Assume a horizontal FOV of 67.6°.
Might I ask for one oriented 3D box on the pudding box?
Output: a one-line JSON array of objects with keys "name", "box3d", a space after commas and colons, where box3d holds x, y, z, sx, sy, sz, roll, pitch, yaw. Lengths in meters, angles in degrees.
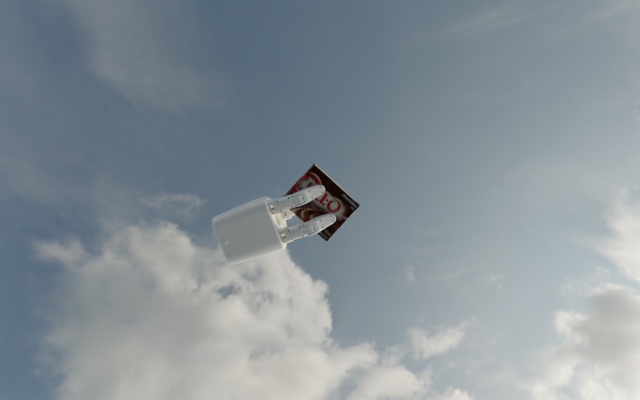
[{"name": "pudding box", "box3d": [0.000, 0.003, 0.860, 0.113, 0.090, 0.039, 41, 8, -7]}]
